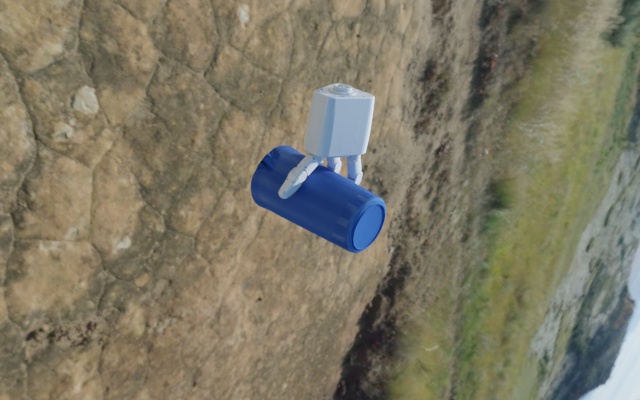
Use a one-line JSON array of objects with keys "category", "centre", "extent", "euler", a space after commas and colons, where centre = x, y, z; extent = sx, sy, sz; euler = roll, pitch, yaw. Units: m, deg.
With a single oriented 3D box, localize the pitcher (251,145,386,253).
[{"category": "pitcher", "centre": [0.000, 0.003, 0.890], "extent": [0.242, 0.145, 0.149], "euler": [29, 29, 34]}]
